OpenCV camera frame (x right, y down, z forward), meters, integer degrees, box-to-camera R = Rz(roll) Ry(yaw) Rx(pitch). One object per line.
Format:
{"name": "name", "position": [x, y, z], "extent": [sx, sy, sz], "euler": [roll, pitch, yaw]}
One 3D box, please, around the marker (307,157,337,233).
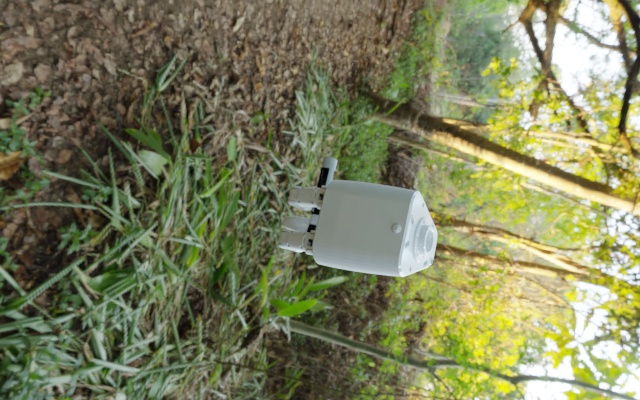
{"name": "marker", "position": [0.000, 0.002, 0.628], "extent": [0.020, 0.121, 0.020], "euler": [13, -10, 2]}
